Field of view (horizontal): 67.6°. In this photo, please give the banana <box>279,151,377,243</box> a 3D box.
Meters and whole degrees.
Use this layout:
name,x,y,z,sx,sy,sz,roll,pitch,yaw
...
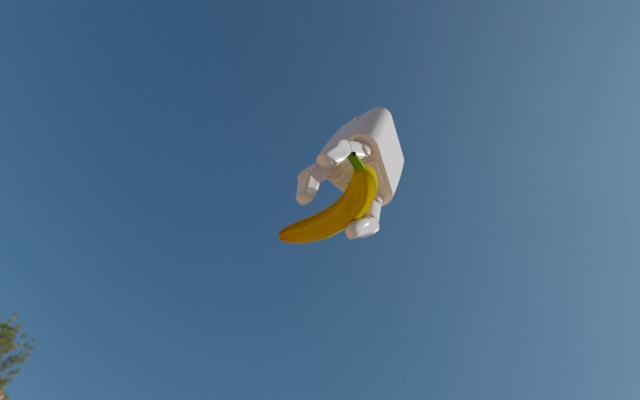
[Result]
name,x,y,z,sx,sy,sz,roll,pitch,yaw
banana,0.017,0.010,0.624,0.069,0.037,0.198,33,-48,-10
